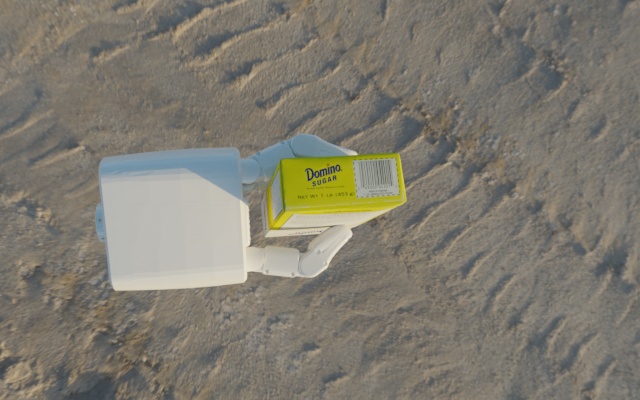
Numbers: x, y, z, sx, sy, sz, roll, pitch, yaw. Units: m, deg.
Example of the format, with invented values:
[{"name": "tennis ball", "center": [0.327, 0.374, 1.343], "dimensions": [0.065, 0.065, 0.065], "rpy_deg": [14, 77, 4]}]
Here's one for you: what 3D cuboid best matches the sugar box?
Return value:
[{"name": "sugar box", "center": [0.000, 0.001, 0.425], "dimensions": [0.093, 0.048, 0.176], "rpy_deg": [-3, -7, -13]}]
